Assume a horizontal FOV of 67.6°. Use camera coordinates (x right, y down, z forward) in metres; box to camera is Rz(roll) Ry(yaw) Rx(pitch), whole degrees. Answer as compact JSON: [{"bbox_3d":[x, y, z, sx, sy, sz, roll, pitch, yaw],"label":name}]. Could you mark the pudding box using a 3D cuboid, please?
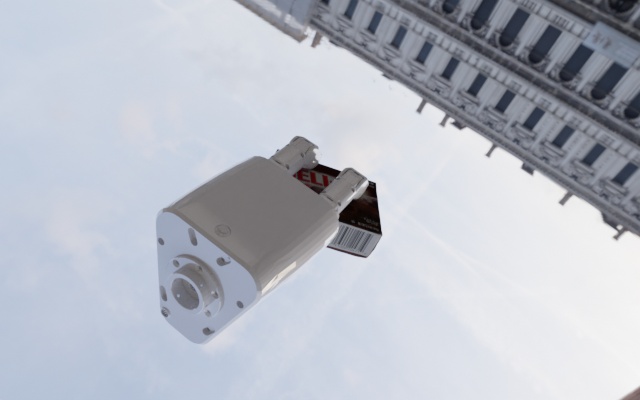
[{"bbox_3d":[0.000,0.002,0.463,0.113,0.039,0.090,20,34,-11],"label":"pudding box"}]
